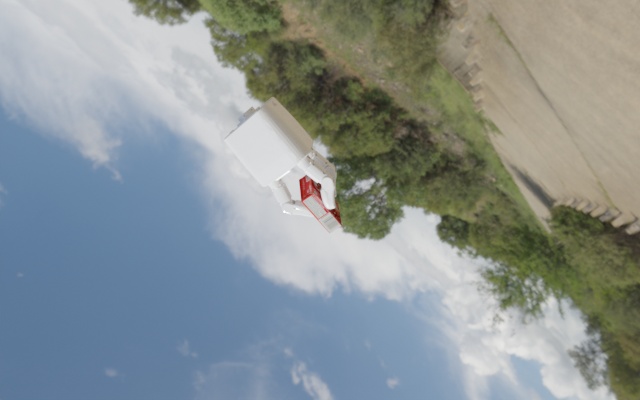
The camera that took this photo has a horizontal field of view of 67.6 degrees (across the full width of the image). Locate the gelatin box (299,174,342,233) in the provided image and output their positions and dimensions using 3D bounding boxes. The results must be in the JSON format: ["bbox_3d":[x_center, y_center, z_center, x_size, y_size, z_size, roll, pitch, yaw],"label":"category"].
[{"bbox_3d":[0.000,0.003,0.837,0.030,0.089,0.073,-33,28,15],"label":"gelatin box"}]
